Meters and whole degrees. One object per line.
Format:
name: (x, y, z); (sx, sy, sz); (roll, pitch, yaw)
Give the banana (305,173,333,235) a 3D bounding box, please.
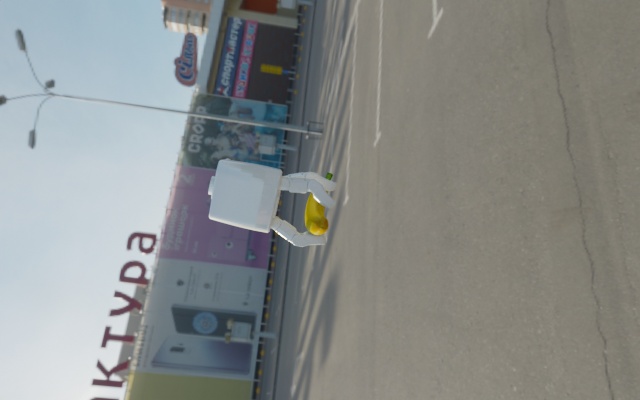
banana: (-0.005, 0.017, 0.861); (0.037, 0.070, 0.197); (17, 29, -7)
